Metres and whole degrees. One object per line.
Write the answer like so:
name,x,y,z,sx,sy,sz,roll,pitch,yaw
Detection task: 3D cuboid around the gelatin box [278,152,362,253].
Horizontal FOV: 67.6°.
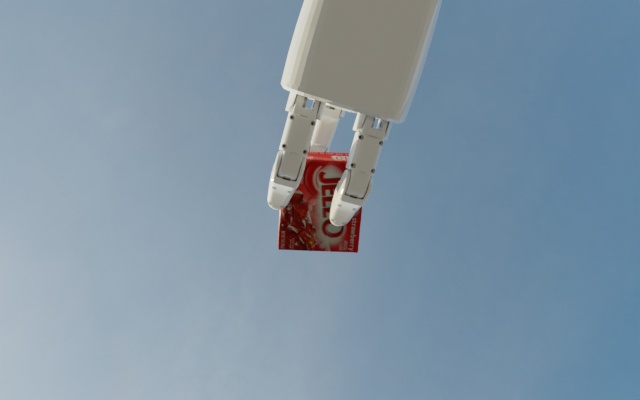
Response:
gelatin box,0.000,0.002,0.425,0.073,0.089,0.030,3,23,-4
